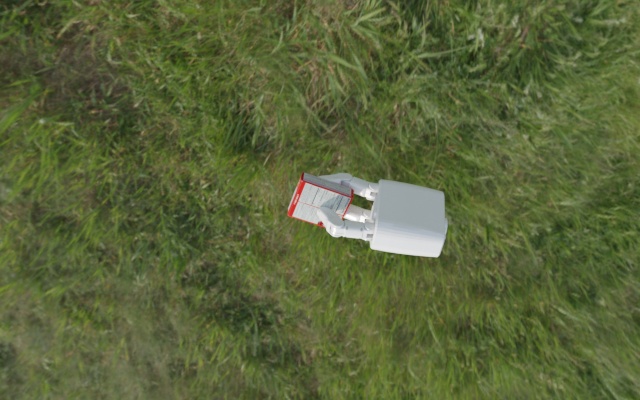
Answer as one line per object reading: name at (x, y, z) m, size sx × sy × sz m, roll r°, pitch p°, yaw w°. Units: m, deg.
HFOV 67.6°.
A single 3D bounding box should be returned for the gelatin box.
gelatin box at (0.000, 0.003, 0.768) m, size 0.089 × 0.073 × 0.030 m, roll 18°, pitch 34°, yaw -9°
